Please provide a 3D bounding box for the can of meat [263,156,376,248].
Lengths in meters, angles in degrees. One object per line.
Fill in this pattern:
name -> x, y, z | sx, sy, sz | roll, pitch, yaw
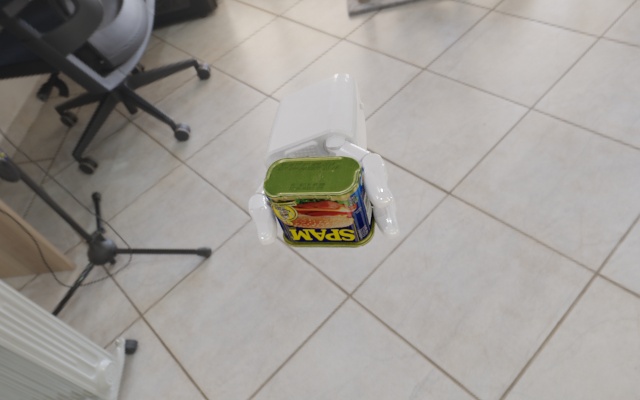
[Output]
can of meat -> 0.000, 0.001, 0.489 | 0.102, 0.057, 0.084 | -1, -40, 16
